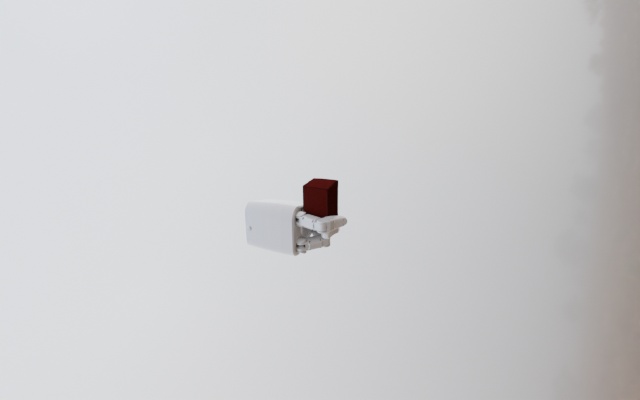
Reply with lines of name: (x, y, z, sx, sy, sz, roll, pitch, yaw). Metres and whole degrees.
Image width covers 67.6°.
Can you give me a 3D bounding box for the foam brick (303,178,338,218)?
foam brick: (0.000, 0.003, 0.888, 0.051, 0.078, 0.053, 10, 23, 23)
